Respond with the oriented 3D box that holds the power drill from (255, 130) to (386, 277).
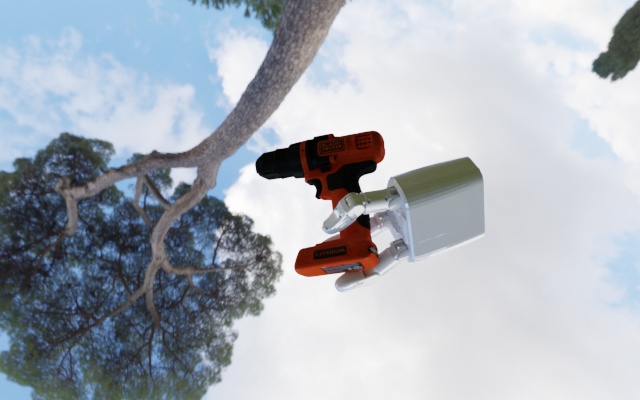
[{"bbox_3d":[0.000,0.002,0.629,0.184,0.187,0.057,-10,-22,16],"label":"power drill"}]
